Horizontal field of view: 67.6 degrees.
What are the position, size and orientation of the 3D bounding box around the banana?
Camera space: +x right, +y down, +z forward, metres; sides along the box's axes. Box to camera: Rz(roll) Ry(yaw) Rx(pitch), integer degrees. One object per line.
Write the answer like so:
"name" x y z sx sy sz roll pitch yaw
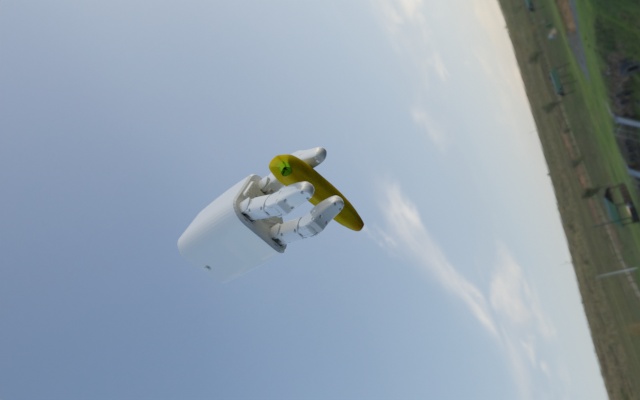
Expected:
"banana" -0.009 -0.012 0.606 0.037 0.069 0.198 -40 -37 13
